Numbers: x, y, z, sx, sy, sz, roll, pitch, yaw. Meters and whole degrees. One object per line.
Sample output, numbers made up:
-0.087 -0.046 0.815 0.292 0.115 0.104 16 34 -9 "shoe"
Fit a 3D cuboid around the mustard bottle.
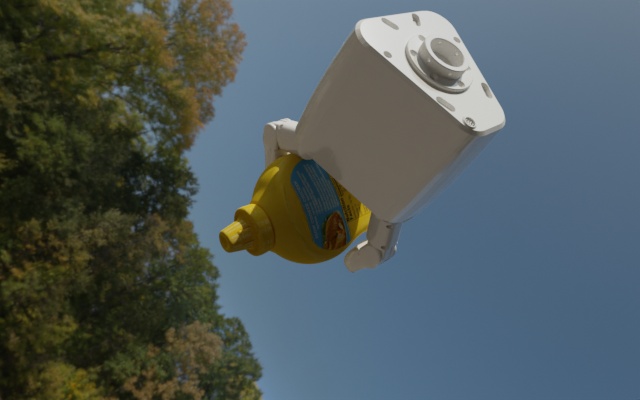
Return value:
0.000 0.001 0.416 0.191 0.096 0.058 -23 5 -35 "mustard bottle"
